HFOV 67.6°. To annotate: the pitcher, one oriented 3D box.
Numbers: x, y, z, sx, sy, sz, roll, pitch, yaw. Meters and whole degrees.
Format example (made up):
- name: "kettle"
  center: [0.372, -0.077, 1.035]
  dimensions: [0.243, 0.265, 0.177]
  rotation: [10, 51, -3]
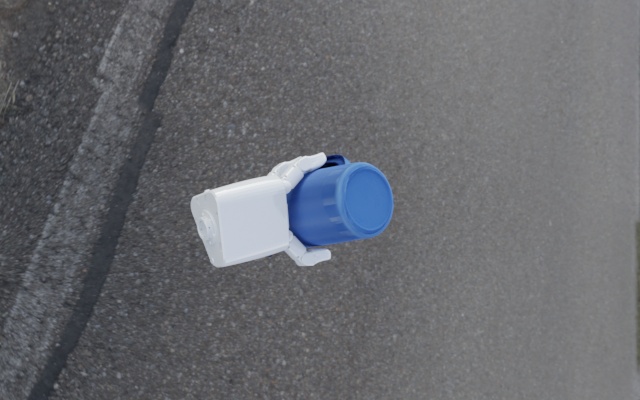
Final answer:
- name: "pitcher"
  center: [0.000, 0.003, 0.760]
  dimensions: [0.145, 0.149, 0.243]
  rotation: [-13, 2, -37]
